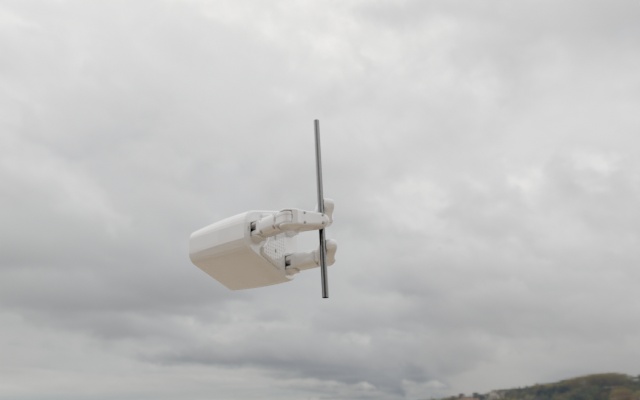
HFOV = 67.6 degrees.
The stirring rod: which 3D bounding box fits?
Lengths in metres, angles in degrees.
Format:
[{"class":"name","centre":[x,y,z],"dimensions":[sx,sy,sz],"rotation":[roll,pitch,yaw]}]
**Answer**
[{"class":"stirring rod","centre":[0.000,0.002,0.597],"dimensions":[0.011,0.239,0.011],"rotation":[-2,-24,-1]}]
